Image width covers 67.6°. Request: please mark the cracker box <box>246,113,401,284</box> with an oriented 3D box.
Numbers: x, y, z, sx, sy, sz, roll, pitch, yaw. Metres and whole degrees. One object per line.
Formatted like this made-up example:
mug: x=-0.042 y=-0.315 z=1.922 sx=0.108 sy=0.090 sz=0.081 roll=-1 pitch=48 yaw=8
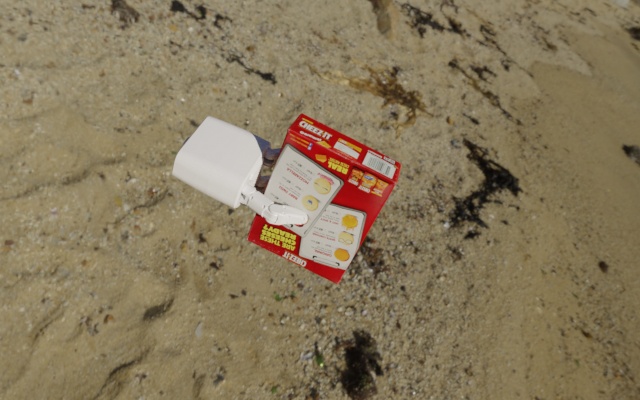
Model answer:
cracker box: x=0.000 y=0.002 z=0.715 sx=0.164 sy=0.214 sz=0.072 roll=26 pitch=36 yaw=1
